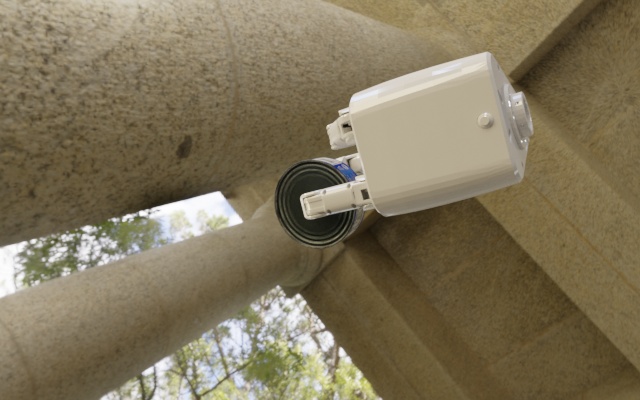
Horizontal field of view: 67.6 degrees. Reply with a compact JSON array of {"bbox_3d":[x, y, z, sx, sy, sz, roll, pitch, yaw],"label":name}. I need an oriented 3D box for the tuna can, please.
[{"bbox_3d":[0.000,0.001,0.464,0.086,0.086,0.033,0,10,27],"label":"tuna can"}]
